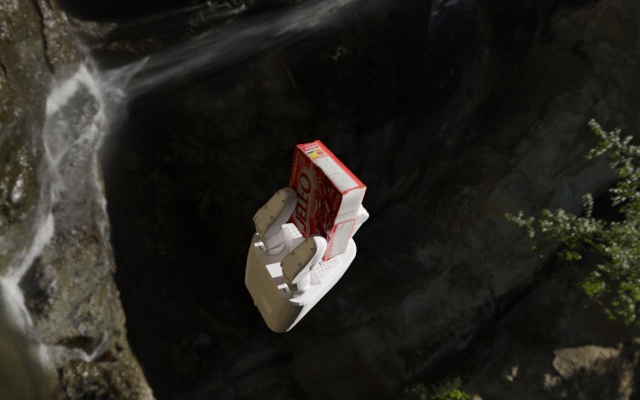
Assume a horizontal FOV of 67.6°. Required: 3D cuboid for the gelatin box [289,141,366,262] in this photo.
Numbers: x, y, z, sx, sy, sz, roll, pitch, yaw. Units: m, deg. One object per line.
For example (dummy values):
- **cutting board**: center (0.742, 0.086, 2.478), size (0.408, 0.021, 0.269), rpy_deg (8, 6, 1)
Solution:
- **gelatin box**: center (0.001, 0.001, 0.445), size (0.030, 0.089, 0.073), rpy_deg (-19, 51, -31)
